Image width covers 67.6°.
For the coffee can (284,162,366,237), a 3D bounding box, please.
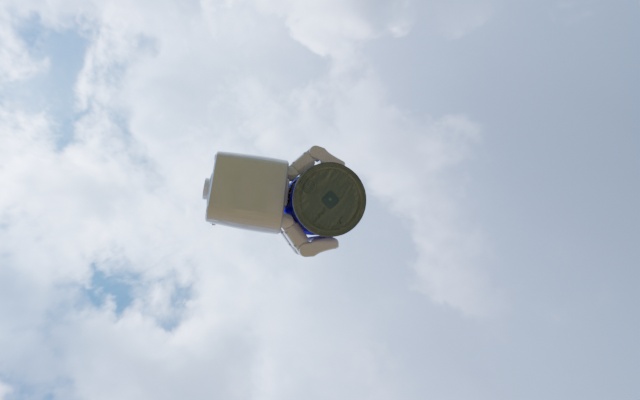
[{"bbox_3d":[0.000,0.002,0.715,0.103,0.103,0.140,0,-3,-11],"label":"coffee can"}]
